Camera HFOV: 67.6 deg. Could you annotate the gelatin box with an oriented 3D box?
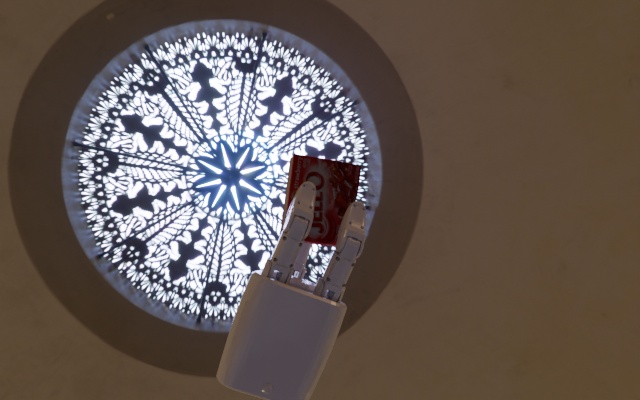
[{"bbox_3d":[0.000,0.001,0.497,0.073,0.089,0.030,9,-7,-12],"label":"gelatin box"}]
